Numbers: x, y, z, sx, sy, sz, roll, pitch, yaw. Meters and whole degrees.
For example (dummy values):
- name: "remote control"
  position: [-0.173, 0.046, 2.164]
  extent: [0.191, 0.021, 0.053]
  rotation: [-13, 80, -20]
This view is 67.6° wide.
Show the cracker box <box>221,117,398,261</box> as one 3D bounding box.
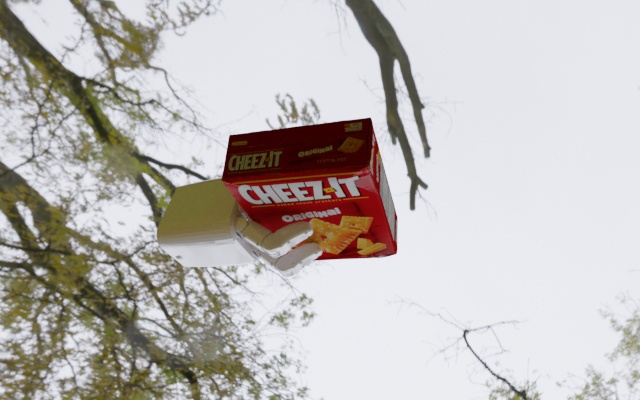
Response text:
- name: "cracker box"
  position: [0.000, 0.002, 0.583]
  extent: [0.164, 0.072, 0.214]
  rotation: [-5, -32, 15]
